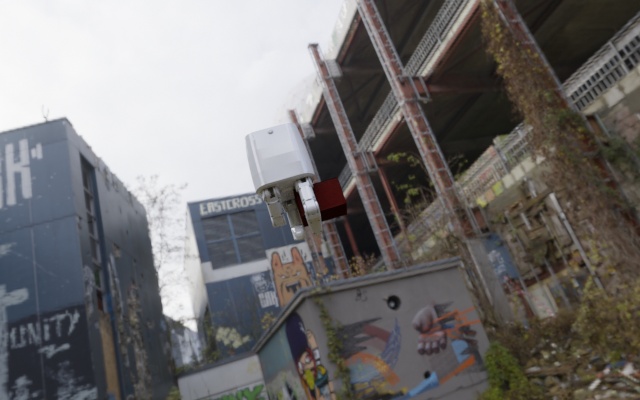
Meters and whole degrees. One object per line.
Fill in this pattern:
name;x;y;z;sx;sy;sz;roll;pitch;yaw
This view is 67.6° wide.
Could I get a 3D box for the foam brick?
foam brick;0.000;0.003;0.790;0.078;0.051;0.053;-16;-23;-5
